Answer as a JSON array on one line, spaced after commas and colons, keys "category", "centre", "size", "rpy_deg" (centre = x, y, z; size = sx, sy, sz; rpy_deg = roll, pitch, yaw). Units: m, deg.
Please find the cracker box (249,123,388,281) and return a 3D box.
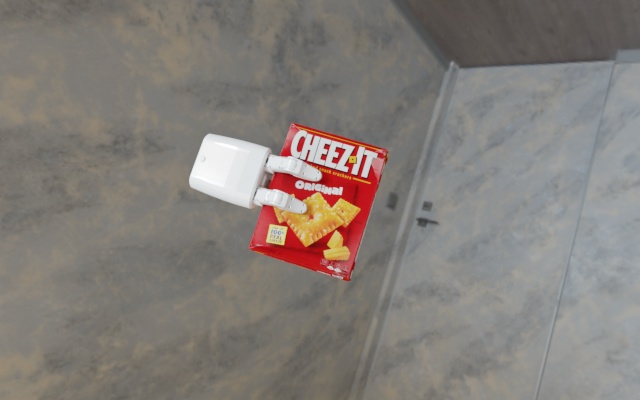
[{"category": "cracker box", "centre": [0.000, 0.003, 0.760], "size": [0.164, 0.213, 0.072], "rpy_deg": [17, -9, 7]}]
